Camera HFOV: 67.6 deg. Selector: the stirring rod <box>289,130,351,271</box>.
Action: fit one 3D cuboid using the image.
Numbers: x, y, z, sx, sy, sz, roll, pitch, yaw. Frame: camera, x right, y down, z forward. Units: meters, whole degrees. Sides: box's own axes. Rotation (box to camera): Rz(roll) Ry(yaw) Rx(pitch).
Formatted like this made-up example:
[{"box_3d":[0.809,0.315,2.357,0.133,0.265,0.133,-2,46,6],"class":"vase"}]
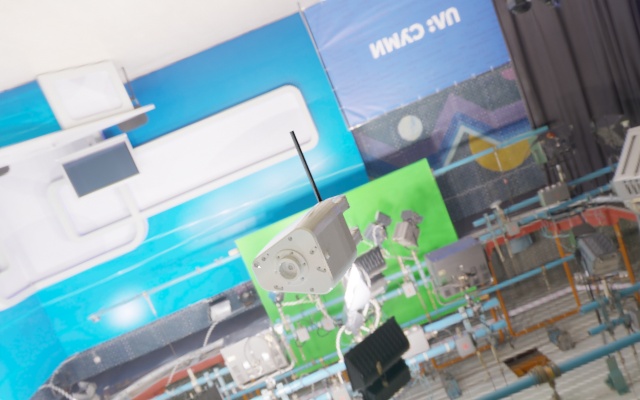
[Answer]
[{"box_3d":[0.000,0.002,0.757,0.011,0.239,0.011,-22,9,4],"class":"stirring rod"}]
